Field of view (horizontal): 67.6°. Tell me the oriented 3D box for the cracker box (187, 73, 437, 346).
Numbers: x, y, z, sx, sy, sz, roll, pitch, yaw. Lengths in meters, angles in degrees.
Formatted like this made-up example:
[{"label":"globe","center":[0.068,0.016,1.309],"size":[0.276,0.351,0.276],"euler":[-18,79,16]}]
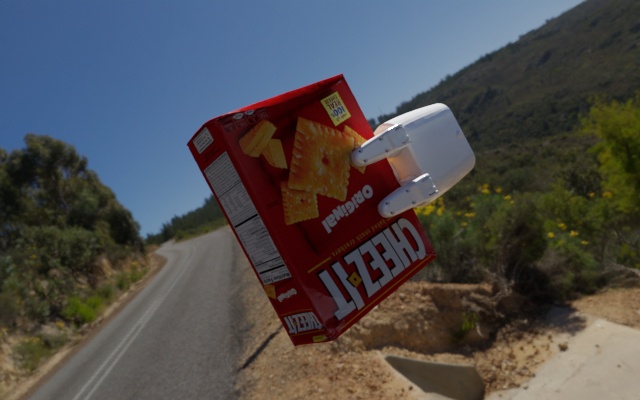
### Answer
[{"label":"cracker box","center":[0.000,0.001,0.459],"size":[0.164,0.213,0.072],"euler":[-28,1,-38]}]
